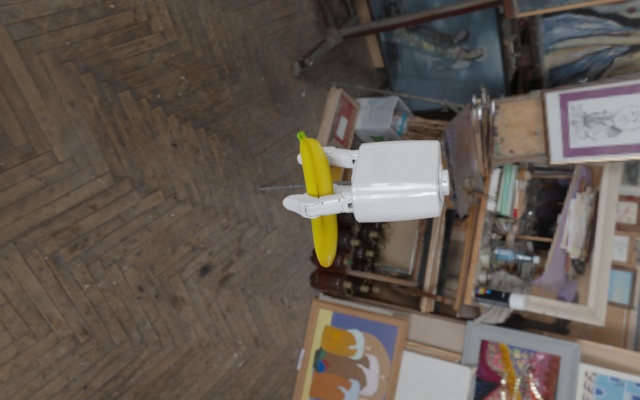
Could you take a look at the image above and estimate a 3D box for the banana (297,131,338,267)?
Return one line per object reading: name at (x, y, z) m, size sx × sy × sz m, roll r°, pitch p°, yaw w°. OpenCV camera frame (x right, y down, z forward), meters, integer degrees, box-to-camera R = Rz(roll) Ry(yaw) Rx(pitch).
banana at (0.001, 0.000, 0.657) m, size 0.037 × 0.198 × 0.069 m, roll -9°, pitch 5°, yaw -3°
